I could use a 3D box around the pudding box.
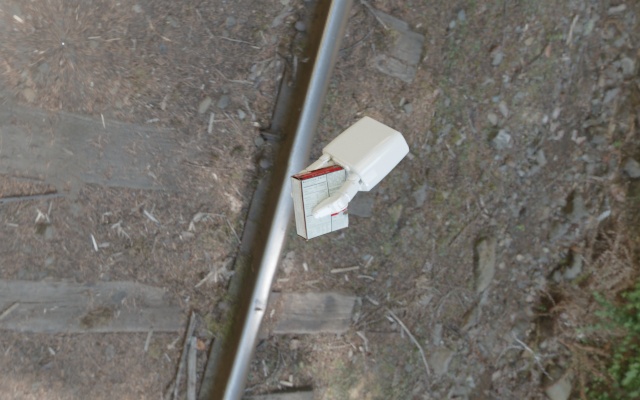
[{"bbox_3d":[0.000,0.003,0.817,0.090,0.113,0.039,-16,21,-27],"label":"pudding box"}]
